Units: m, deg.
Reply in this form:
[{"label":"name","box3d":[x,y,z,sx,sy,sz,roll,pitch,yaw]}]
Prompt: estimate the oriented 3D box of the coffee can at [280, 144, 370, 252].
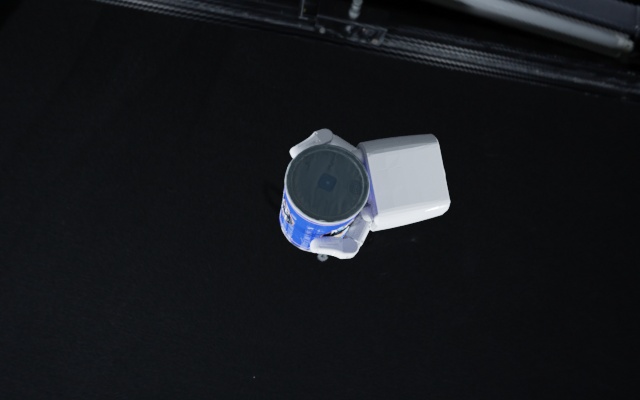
[{"label":"coffee can","box3d":[0.000,0.002,0.634,0.103,0.102,0.140,0,-20,-8]}]
